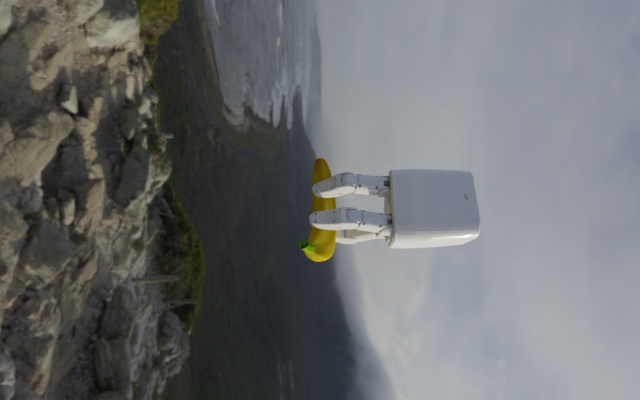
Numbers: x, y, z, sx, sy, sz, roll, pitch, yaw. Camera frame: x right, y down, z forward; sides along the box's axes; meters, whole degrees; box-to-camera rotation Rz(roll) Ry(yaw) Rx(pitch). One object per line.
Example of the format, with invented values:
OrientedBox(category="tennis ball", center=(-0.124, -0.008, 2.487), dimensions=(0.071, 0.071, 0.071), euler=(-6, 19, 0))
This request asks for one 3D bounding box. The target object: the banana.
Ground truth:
OrientedBox(category="banana", center=(0.002, 0.019, 0.652), dimensions=(0.037, 0.070, 0.197), euler=(-4, 36, 7))
